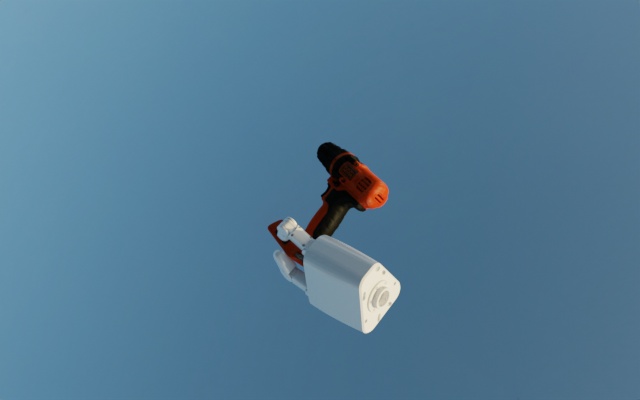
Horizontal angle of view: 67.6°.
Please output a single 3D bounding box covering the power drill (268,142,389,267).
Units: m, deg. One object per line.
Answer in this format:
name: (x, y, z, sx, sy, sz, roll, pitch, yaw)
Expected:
power drill: (0.000, 0.003, 0.777, 0.057, 0.187, 0.184, 37, 6, -40)
